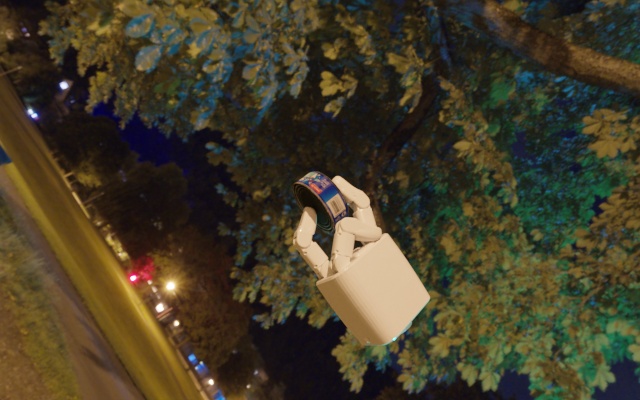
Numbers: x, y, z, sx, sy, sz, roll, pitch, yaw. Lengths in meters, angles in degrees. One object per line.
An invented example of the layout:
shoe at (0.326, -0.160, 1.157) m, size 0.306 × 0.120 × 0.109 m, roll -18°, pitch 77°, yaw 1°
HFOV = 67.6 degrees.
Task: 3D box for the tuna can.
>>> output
tuna can at (0.000, 0.002, 0.667) m, size 0.033 × 0.086 × 0.086 m, roll -38°, pitch 16°, yaw -22°
